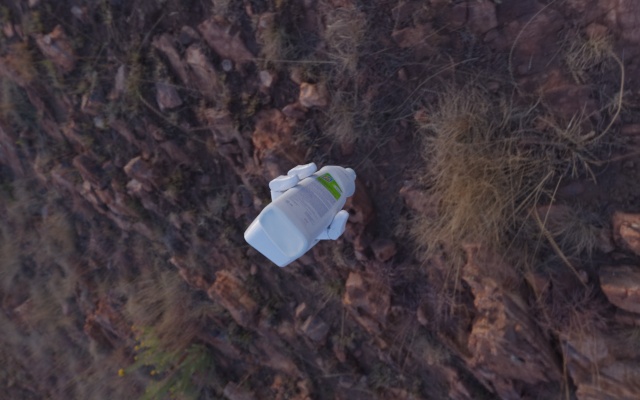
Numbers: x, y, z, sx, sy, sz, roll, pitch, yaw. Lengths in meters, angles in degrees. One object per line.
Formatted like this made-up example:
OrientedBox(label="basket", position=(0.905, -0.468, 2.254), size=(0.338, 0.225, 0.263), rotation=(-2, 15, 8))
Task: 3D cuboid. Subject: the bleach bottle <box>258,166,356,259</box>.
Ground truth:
OrientedBox(label="bleach bottle", position=(0.000, 0.003, 0.870), size=(0.068, 0.102, 0.250), rotation=(-44, -4, 40))
